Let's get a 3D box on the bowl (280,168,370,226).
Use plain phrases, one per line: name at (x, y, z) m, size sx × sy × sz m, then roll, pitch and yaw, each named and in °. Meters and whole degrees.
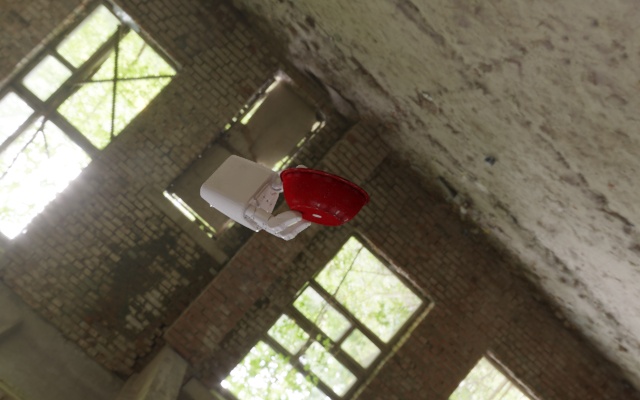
bowl at (0.001, 0.003, 0.817) m, size 0.162 × 0.055 × 0.162 m, roll 15°, pitch -17°, yaw 5°
